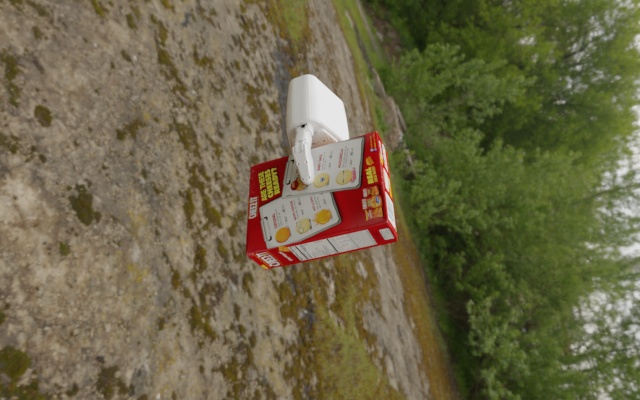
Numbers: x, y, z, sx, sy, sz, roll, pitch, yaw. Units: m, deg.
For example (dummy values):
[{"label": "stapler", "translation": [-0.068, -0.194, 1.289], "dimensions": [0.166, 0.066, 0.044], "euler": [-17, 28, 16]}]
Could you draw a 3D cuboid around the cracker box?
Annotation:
[{"label": "cracker box", "translation": [0.000, 0.002, 0.719], "dimensions": [0.214, 0.164, 0.072], "euler": [-14, -36, 17]}]
